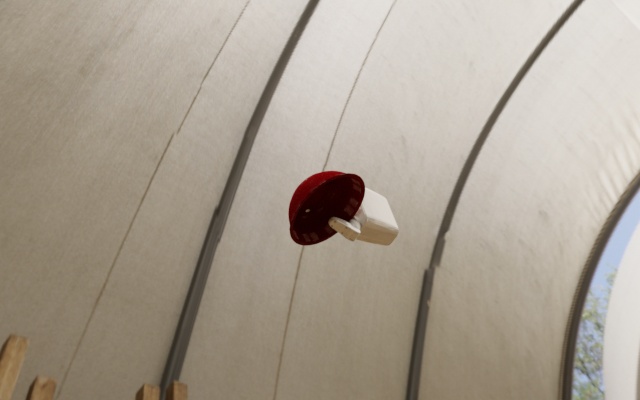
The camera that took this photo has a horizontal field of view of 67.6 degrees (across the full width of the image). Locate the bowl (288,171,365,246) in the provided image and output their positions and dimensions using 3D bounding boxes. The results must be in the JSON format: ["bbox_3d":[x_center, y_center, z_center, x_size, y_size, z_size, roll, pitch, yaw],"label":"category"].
[{"bbox_3d":[-0.001,0.002,0.844,0.162,0.162,0.055,0,38,-47],"label":"bowl"}]
